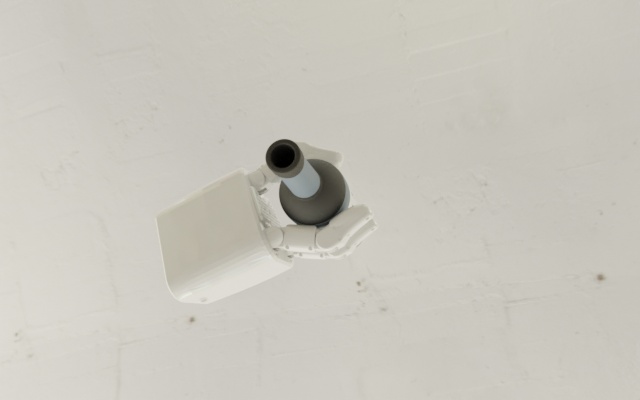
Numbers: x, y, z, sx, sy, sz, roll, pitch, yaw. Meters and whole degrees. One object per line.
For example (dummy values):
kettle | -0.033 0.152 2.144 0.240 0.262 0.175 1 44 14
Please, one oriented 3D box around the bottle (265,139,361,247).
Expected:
bottle | 0.000 0.002 0.493 0.069 0.069 0.296 0 -14 11
